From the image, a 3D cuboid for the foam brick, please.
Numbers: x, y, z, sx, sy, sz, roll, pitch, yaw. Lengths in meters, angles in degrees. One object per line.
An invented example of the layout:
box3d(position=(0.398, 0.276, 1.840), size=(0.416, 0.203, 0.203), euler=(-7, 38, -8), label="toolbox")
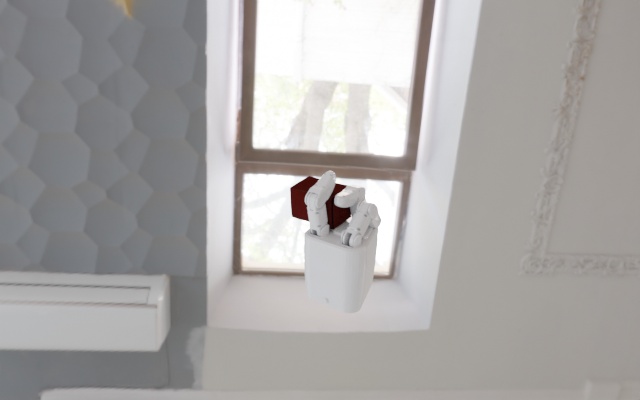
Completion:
box3d(position=(0.000, 0.002, 0.712), size=(0.078, 0.051, 0.053), euler=(16, 31, 33), label="foam brick")
